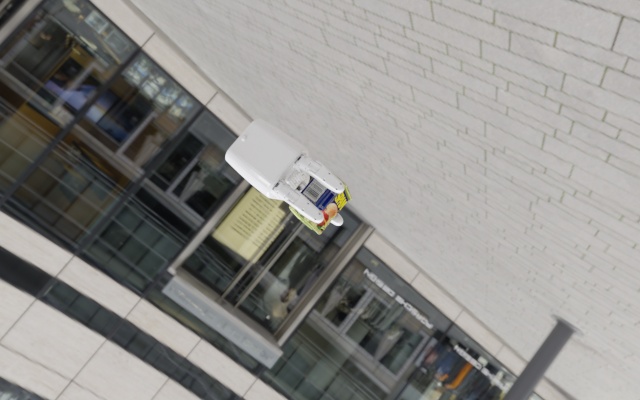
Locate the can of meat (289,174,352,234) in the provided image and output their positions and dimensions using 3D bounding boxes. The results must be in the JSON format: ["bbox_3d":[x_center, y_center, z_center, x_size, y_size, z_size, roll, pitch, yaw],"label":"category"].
[{"bbox_3d":[0.000,0.003,0.774,0.057,0.084,0.102,38,-6,17],"label":"can of meat"}]
